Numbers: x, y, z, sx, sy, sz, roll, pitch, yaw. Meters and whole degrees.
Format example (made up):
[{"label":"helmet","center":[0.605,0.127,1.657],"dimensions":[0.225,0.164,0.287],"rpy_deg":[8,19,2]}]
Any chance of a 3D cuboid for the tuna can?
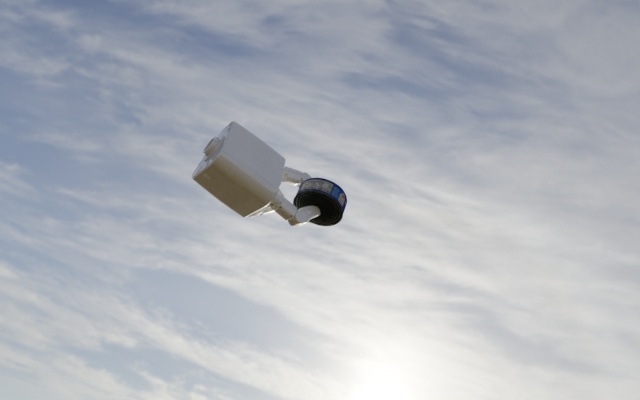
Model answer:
[{"label":"tuna can","center":[0.000,0.002,0.791],"dimensions":[0.086,0.033,0.086],"rpy_deg":[13,-40,11]}]
